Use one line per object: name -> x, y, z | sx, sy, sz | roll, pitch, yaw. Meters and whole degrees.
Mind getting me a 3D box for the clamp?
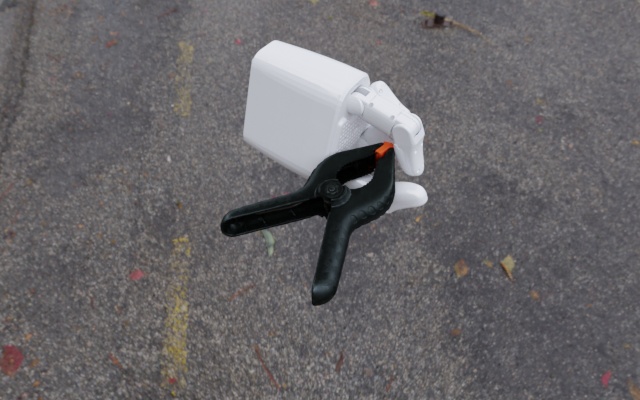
clamp -> 0.000, 0.001, 0.417 | 0.120, 0.039, 0.171 | 28, 54, 20
